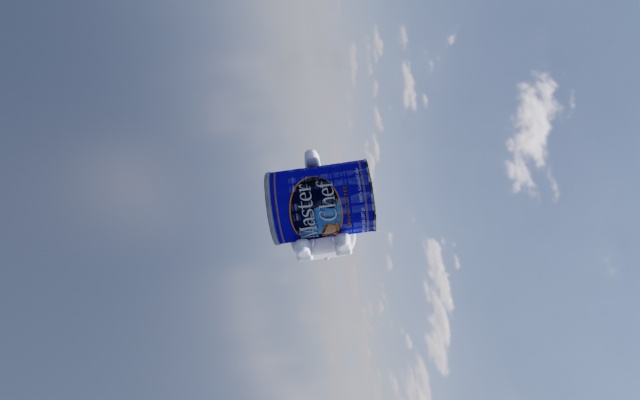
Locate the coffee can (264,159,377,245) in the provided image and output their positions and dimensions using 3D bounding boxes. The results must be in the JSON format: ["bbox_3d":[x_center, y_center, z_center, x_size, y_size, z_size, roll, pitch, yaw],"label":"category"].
[{"bbox_3d":[0.000,0.002,0.663,0.140,0.103,0.103,-8,0,1],"label":"coffee can"}]
